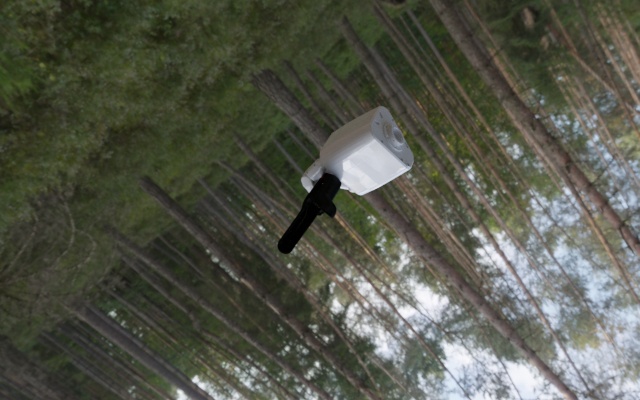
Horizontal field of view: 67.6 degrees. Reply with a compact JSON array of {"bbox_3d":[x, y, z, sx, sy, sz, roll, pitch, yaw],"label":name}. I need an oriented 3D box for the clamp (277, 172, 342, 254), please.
[{"bbox_3d":[0.001,0.003,0.742,0.120,0.039,0.171,-30,23,39],"label":"clamp"}]
